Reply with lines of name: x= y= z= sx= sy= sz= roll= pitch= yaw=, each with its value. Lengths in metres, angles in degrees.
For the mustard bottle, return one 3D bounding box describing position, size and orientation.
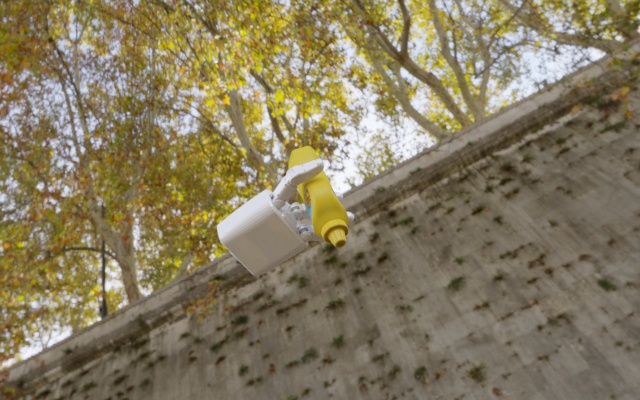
mustard bottle: x=0.000 y=0.002 z=0.771 sx=0.058 sy=0.096 sz=0.191 roll=-17 pitch=45 yaw=-8
